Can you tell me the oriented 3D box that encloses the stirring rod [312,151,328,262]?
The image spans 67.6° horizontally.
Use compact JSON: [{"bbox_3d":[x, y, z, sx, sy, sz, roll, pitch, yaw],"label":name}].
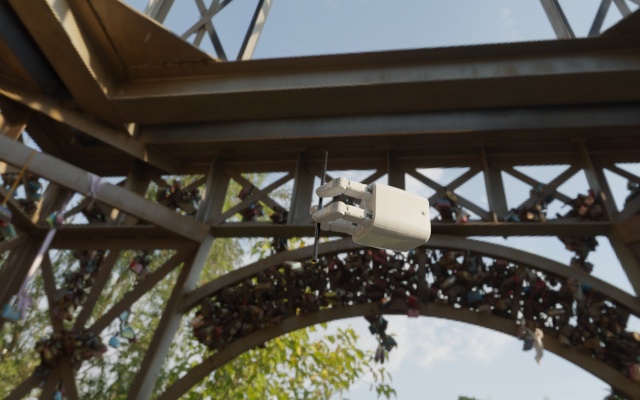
[{"bbox_3d":[0.000,0.003,0.841,0.011,0.239,0.011,4,-38,3],"label":"stirring rod"}]
